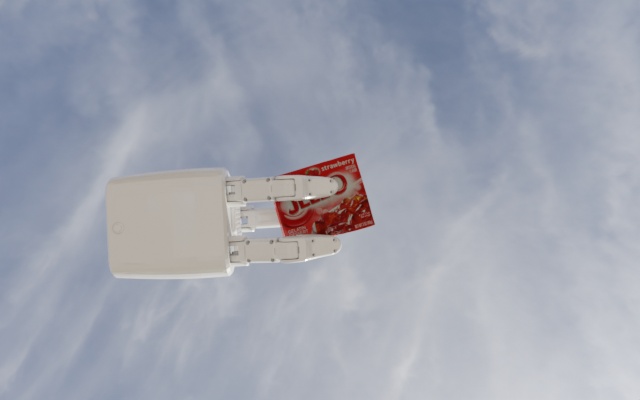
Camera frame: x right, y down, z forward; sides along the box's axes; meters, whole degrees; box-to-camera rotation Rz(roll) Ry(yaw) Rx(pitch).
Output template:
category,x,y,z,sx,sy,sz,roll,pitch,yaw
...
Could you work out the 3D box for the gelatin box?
category,x,y,z,sx,sy,sz,roll,pitch,yaw
gelatin box,0.000,0.001,0.465,0.089,0.073,0.030,-16,0,-7
